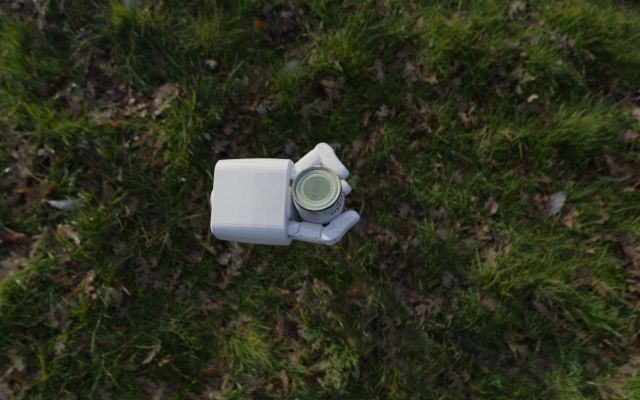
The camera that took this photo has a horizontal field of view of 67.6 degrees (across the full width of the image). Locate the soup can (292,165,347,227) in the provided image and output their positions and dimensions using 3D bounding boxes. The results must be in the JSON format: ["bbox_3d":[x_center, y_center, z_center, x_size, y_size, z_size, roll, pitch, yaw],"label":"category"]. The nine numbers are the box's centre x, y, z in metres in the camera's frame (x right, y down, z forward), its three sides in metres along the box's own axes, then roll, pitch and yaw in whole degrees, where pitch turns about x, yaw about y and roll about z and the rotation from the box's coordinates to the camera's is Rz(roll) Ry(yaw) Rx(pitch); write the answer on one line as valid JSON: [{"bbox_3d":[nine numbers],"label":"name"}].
[{"bbox_3d":[0.001,0.002,0.663,0.068,0.068,0.102,0,-23,7],"label":"soup can"}]
